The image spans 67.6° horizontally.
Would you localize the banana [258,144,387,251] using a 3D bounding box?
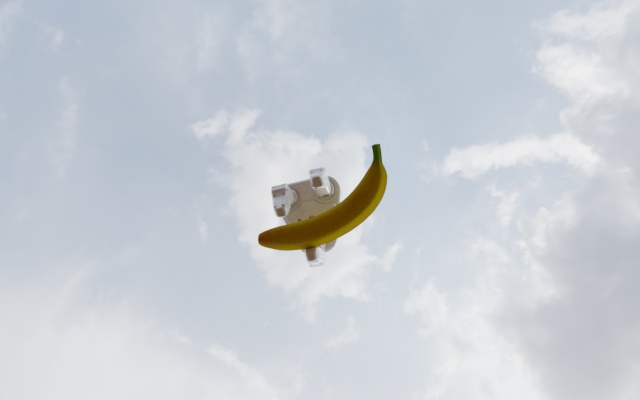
[{"bbox_3d":[0.014,0.015,0.605,0.198,0.069,0.037,-38,-2,5],"label":"banana"}]
